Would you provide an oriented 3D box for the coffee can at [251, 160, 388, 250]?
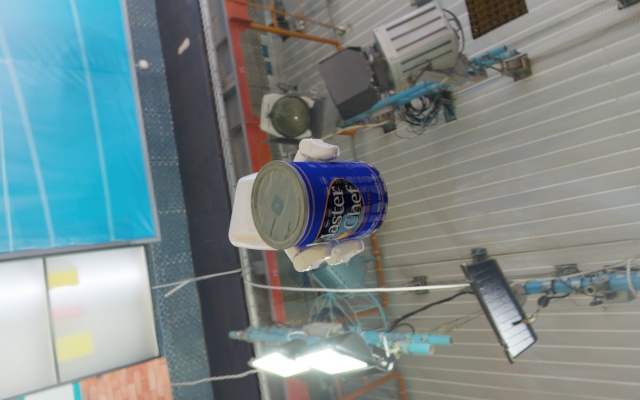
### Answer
[{"bbox_3d":[0.000,0.002,0.592,0.140,0.103,0.103,-4,3,-42],"label":"coffee can"}]
